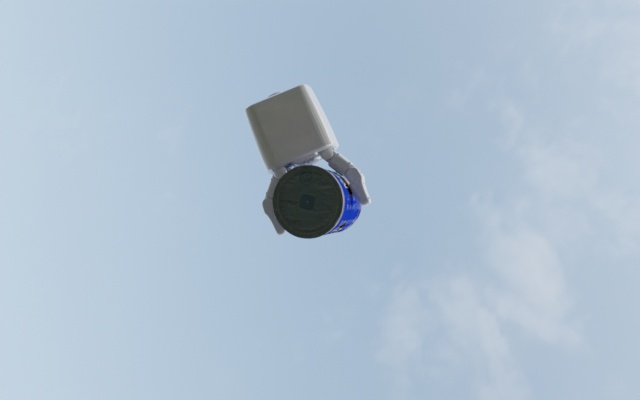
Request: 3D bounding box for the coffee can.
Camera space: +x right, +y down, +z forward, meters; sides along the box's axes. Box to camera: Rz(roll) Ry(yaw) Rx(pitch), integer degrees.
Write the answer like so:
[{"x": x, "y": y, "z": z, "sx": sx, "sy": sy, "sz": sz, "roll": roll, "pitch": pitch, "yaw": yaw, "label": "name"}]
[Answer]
[{"x": 0.000, "y": 0.003, "z": 0.723, "sx": 0.103, "sy": 0.103, "sz": 0.140, "roll": 0, "pitch": 0, "yaw": 16, "label": "coffee can"}]
